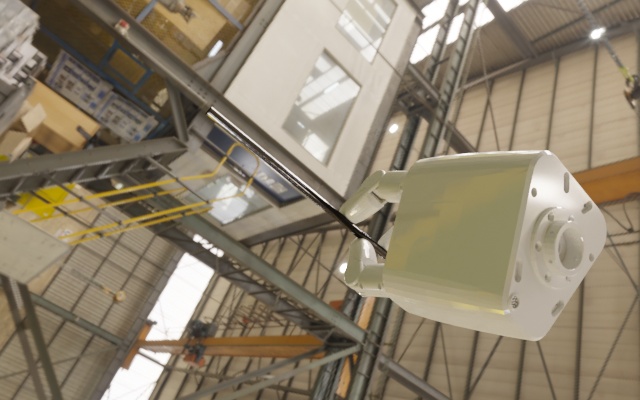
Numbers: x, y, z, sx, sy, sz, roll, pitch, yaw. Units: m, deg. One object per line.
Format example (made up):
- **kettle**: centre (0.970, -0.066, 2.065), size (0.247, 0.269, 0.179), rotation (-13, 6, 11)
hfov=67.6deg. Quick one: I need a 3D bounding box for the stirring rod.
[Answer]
- **stirring rod**: centre (0.000, 0.001, 0.411), size (0.239, 0.011, 0.011), rotation (39, -19, -25)
